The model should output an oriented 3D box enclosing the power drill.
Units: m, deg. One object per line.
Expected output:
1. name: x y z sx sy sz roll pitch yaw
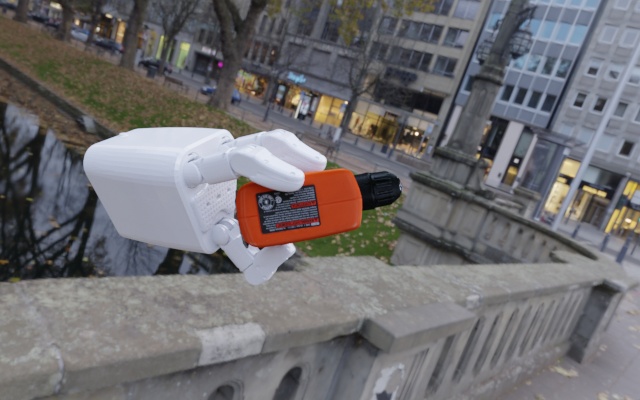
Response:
1. power drill: 0.000 0.002 0.481 0.184 0.057 0.187 -11 0 2
